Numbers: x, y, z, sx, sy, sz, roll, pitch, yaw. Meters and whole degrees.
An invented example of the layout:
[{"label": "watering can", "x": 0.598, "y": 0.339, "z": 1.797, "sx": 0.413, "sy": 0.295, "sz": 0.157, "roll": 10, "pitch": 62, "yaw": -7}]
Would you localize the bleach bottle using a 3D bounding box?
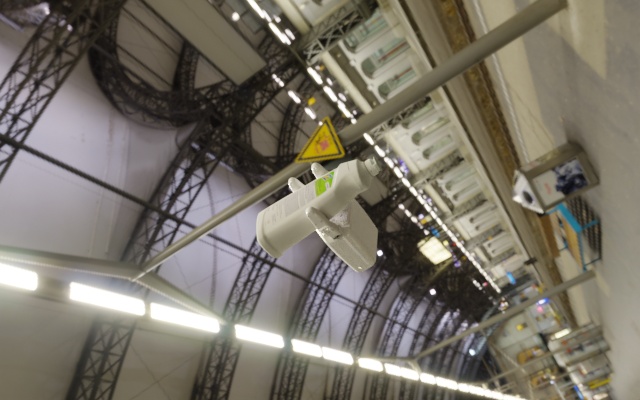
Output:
[{"label": "bleach bottle", "x": 0.000, "y": 0.003, "z": 0.872, "sx": 0.251, "sy": 0.068, "sz": 0.102, "roll": -32, "pitch": 34, "yaw": 16}]
